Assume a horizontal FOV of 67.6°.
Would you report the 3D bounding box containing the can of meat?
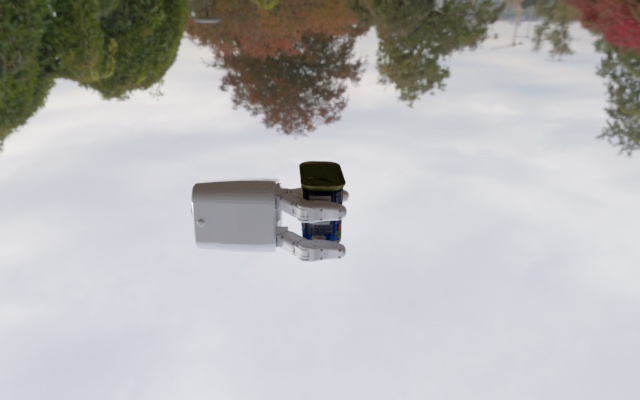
[{"bbox_3d":[0.000,0.002,0.640,0.057,0.084,0.102,0,22,-4],"label":"can of meat"}]
